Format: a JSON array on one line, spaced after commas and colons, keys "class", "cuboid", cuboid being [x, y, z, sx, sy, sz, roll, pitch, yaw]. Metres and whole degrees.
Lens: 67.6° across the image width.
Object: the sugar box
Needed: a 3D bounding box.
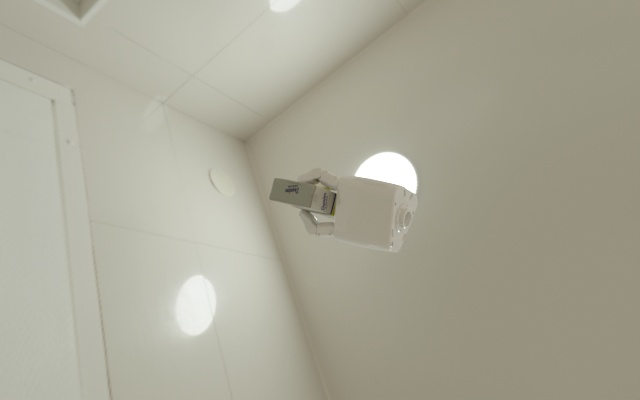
[{"class": "sugar box", "cuboid": [0.000, 0.002, 0.861, 0.093, 0.048, 0.176, 11, -7, 35]}]
